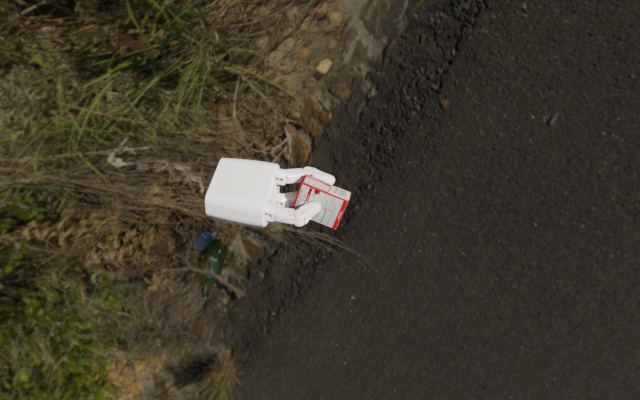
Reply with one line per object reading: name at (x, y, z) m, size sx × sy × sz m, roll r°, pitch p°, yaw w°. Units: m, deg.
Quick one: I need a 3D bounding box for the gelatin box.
gelatin box at (0.000, 0.003, 0.843) m, size 0.089 × 0.073 × 0.030 m, roll 22°, pitch 39°, yaw 0°
